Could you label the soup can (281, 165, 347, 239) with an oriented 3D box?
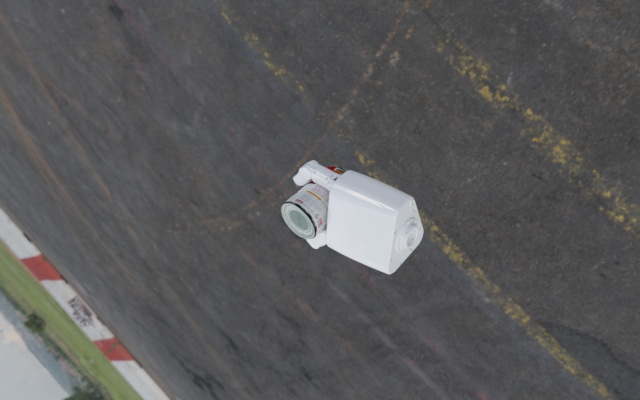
[{"bbox_3d":[0.000,0.002,0.707,0.102,0.068,0.068,-41,24,-32],"label":"soup can"}]
